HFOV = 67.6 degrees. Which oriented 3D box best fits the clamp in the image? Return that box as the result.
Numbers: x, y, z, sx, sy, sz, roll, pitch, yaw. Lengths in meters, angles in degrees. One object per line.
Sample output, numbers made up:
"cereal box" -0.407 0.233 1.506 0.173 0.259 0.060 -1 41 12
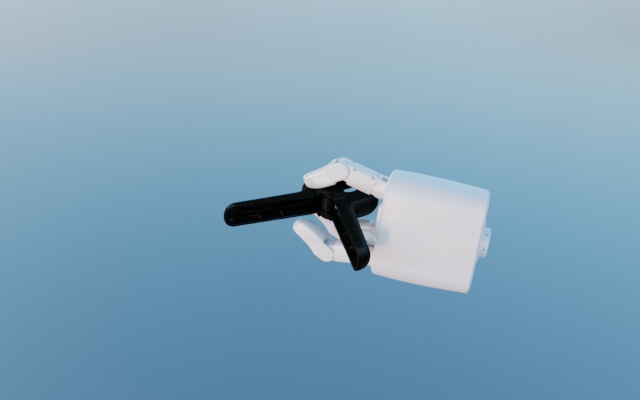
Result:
"clamp" 0.001 0.001 0.557 0.164 0.036 0.210 15 28 14
